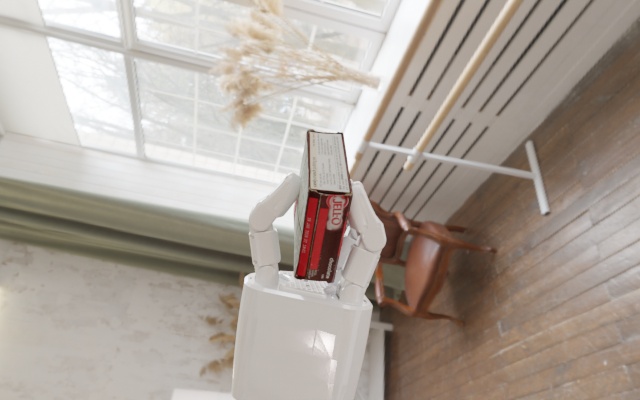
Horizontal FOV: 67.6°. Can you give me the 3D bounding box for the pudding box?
[{"bbox_3d":[0.000,0.001,0.417,0.039,0.090,0.113,6,32,-8],"label":"pudding box"}]
